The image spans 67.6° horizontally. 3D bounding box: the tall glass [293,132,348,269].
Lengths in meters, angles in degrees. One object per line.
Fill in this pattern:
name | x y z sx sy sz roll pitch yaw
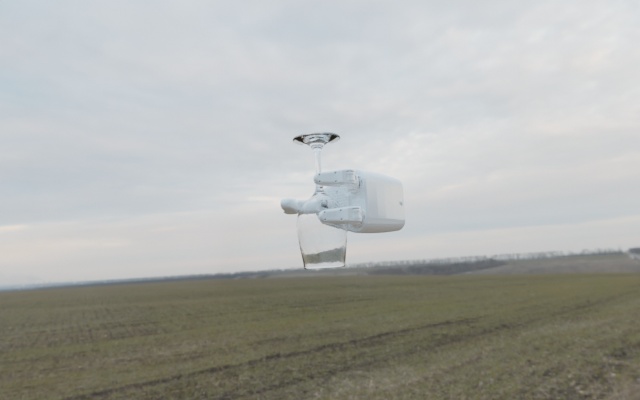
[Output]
tall glass | 0.000 0.002 0.728 0.079 0.201 0.079 -3 -8 0
